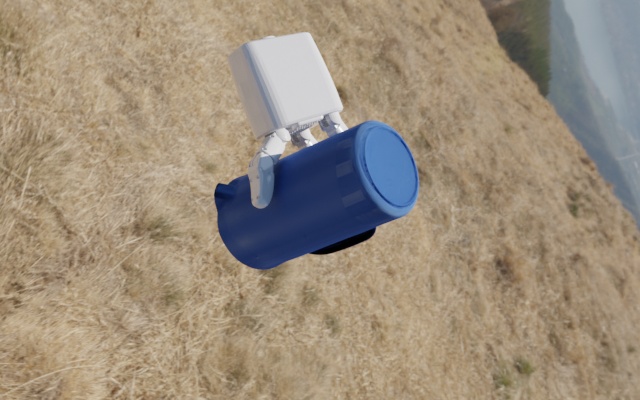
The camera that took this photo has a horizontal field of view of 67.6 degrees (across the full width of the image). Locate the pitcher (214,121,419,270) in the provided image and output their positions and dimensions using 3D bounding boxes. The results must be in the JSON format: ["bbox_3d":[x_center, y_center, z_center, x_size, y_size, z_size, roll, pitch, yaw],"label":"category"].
[{"bbox_3d":[0.000,0.002,0.582,0.243,0.145,0.149,-22,-1,43],"label":"pitcher"}]
